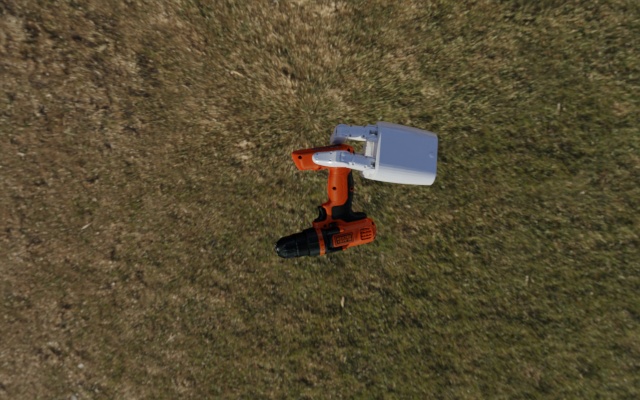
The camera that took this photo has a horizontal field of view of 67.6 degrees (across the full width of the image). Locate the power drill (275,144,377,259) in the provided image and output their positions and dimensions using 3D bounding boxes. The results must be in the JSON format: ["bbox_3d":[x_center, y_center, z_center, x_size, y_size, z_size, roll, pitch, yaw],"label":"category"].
[{"bbox_3d":[0.000,0.002,0.828,0.184,0.188,0.057,-12,15,-14],"label":"power drill"}]
